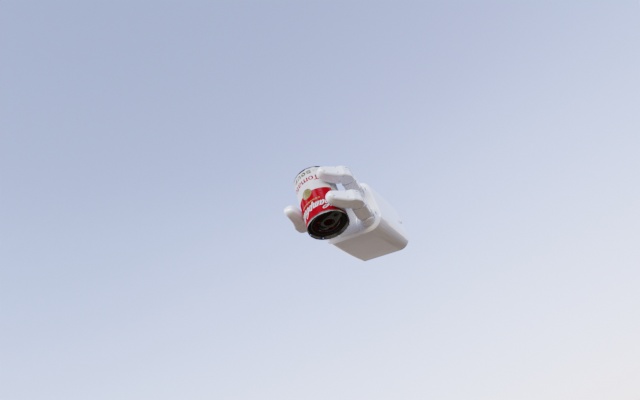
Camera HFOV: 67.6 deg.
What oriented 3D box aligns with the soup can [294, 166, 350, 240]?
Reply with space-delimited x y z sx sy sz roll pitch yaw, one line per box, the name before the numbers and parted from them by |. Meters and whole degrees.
soup can | 0.000 0.002 0.760 0.068 0.102 0.069 -11 -41 -9
